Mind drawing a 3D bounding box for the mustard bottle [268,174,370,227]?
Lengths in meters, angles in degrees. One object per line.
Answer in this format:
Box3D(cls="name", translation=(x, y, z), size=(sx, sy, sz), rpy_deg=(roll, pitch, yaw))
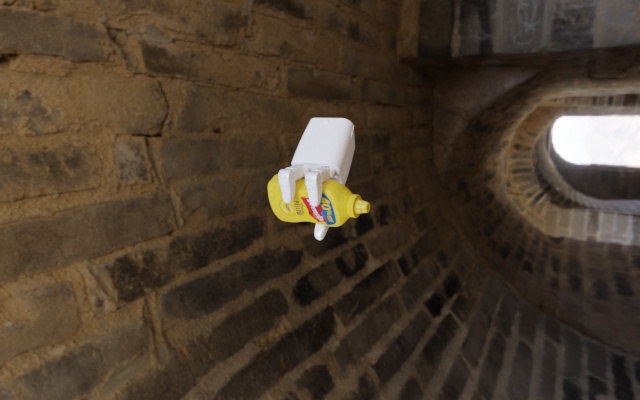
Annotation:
Box3D(cls="mustard bottle", translation=(0.000, 0.003, 0.877), size=(0.191, 0.096, 0.058), rpy_deg=(6, 39, 28))
